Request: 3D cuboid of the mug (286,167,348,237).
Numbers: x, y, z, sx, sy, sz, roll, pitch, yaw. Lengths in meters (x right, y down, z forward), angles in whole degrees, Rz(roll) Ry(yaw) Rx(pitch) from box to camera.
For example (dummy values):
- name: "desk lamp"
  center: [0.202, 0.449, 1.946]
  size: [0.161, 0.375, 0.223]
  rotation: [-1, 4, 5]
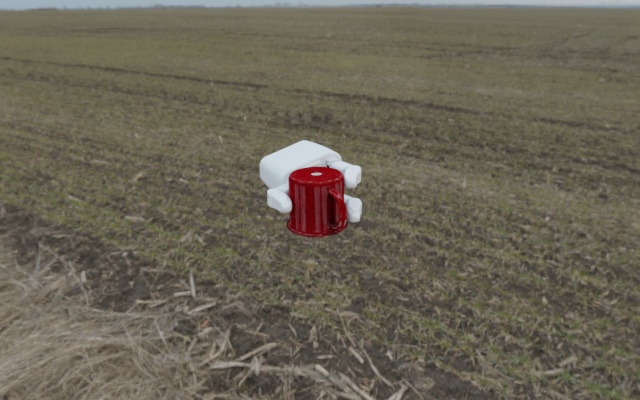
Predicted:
- name: "mug"
  center: [0.001, 0.003, 0.697]
  size: [0.093, 0.081, 0.117]
  rotation: [-13, 24, -27]
